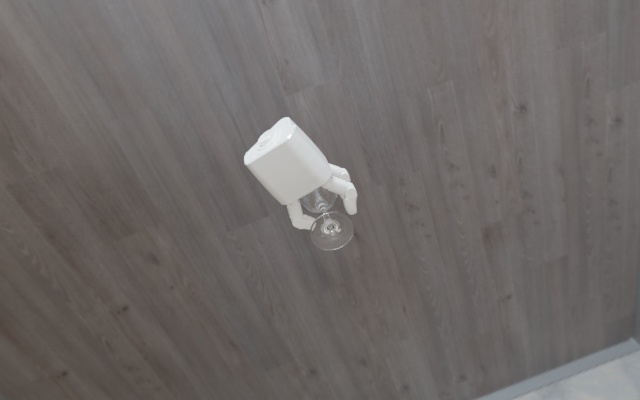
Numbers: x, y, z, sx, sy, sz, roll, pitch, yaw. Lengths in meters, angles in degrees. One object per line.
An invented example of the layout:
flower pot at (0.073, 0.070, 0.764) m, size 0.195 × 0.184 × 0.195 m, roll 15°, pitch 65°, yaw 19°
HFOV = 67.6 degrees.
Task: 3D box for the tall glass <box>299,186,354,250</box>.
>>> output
tall glass at (0.000, 0.003, 0.867) m, size 0.079 × 0.079 × 0.201 m, roll 0°, pitch 29°, yaw -12°
